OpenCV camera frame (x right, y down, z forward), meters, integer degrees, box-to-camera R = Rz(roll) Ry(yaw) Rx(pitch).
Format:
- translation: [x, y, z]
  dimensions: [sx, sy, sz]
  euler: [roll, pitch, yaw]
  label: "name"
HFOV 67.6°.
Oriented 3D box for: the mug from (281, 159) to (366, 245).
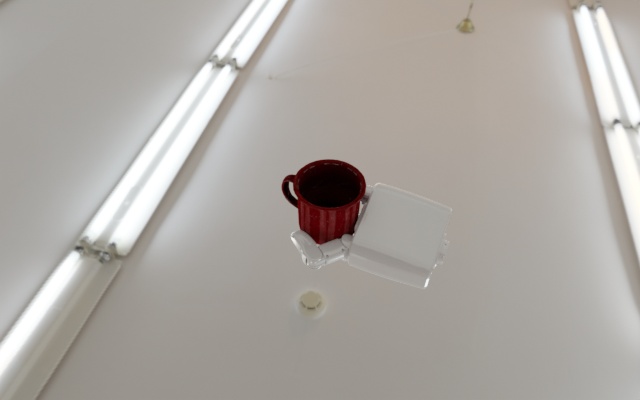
- translation: [-0.001, 0.002, 0.636]
  dimensions: [0.117, 0.082, 0.093]
  euler: [19, 50, 16]
  label: "mug"
